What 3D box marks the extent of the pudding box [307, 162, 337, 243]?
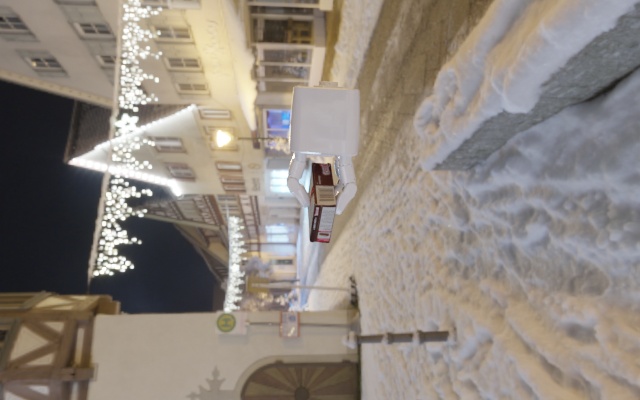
[{"bbox_3d":[0.000,0.003,0.819,0.039,0.090,0.113,3,41,-6],"label":"pudding box"}]
